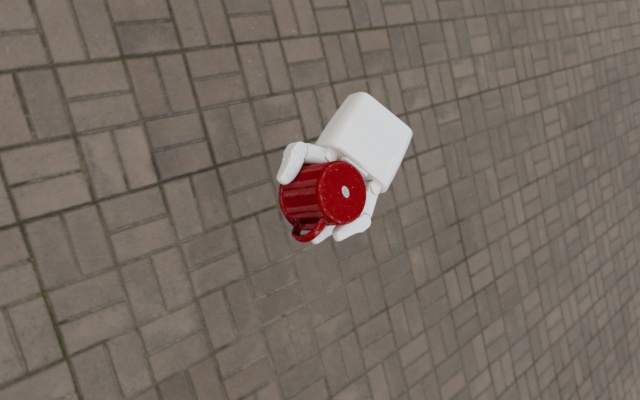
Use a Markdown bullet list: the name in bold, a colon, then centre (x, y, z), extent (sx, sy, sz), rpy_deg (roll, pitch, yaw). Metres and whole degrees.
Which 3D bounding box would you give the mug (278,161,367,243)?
- **mug**: centre (0.000, 0.003, 0.618), extent (0.093, 0.117, 0.081), rpy_deg (42, -27, -27)
